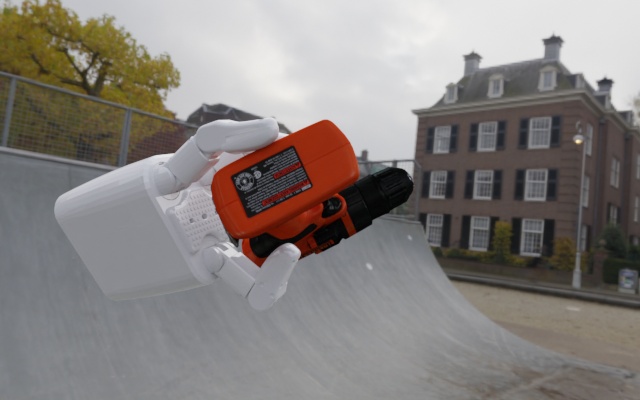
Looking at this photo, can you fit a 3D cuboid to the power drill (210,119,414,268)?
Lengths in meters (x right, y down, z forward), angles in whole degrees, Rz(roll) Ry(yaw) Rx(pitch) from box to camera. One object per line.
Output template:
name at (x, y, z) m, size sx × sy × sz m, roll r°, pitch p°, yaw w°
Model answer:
power drill at (0.000, 0.001, 0.414) m, size 0.184 × 0.057 × 0.188 m, roll -28°, pitch -18°, yaw 0°
